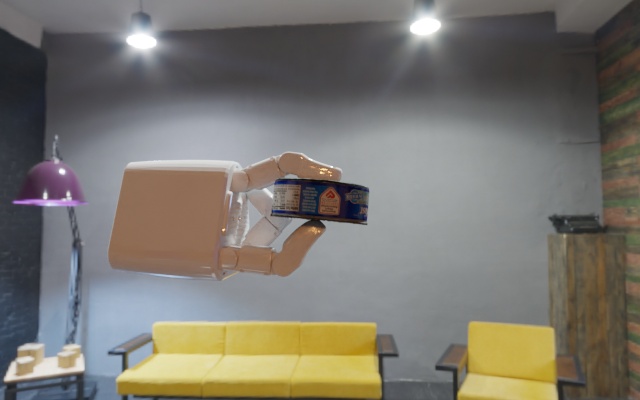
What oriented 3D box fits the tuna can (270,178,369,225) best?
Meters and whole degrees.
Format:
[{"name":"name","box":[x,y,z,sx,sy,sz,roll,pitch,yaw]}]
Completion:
[{"name":"tuna can","box":[0.000,0.001,0.421,0.086,0.034,0.086,5,-3,0]}]
